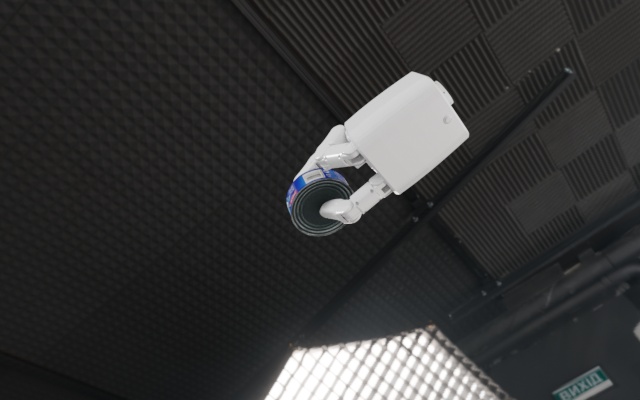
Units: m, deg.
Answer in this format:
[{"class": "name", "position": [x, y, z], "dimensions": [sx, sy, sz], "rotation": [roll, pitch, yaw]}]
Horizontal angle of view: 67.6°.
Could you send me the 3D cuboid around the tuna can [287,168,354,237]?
[{"class": "tuna can", "position": [0.000, 0.002, 0.616], "dimensions": [0.086, 0.086, 0.033], "rotation": [0, 31, -18]}]
